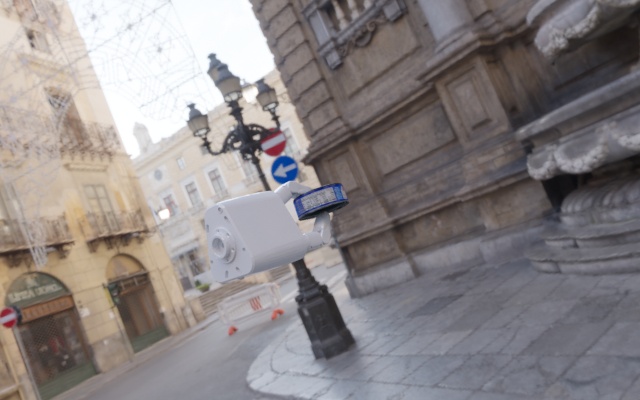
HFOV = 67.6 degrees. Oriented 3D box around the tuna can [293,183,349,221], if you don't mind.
[{"bbox_3d":[0.000,0.002,0.761,0.086,0.033,0.086,-19,-9,-3],"label":"tuna can"}]
